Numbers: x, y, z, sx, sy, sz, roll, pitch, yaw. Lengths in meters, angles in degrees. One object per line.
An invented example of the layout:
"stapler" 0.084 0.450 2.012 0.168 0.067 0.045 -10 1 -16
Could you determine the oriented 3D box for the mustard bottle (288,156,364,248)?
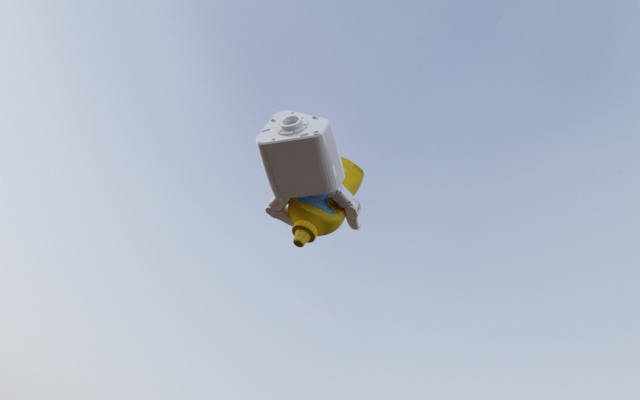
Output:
"mustard bottle" 0.000 0.003 0.793 0.096 0.191 0.058 23 -42 6
